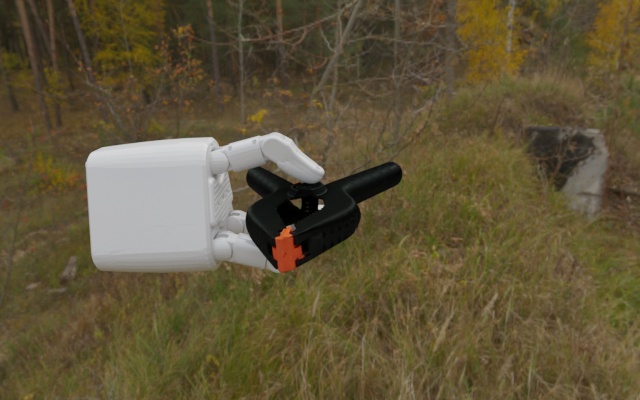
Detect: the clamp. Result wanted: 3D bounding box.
[{"bbox_3d":[0.000,0.001,0.423,0.164,0.036,0.210,-4,19,3],"label":"clamp"}]
